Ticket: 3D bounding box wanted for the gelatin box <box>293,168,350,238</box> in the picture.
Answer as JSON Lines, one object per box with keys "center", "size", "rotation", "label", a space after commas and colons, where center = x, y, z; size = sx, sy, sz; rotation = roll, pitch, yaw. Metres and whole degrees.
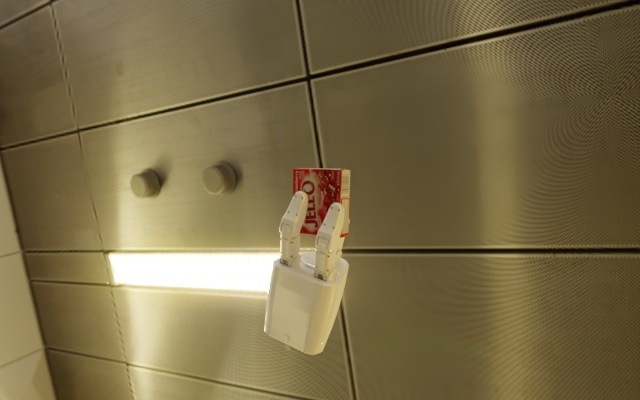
{"center": [0.000, 0.002, 0.634], "size": [0.073, 0.089, 0.030], "rotation": [3, 4, 29], "label": "gelatin box"}
